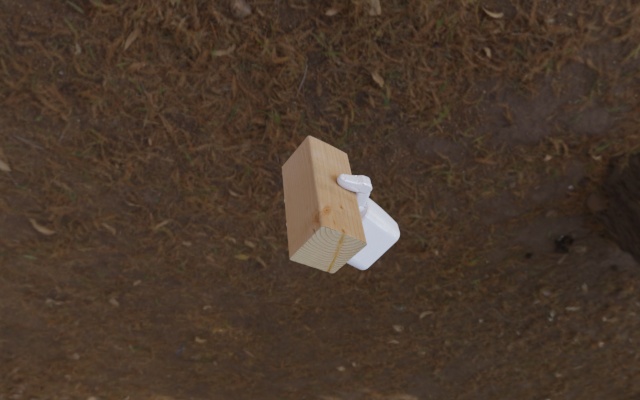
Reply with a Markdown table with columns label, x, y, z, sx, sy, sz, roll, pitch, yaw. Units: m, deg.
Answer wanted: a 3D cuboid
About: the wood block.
| label | x | y | z | sx | sy | sz | roll | pitch | yaw |
| --- | --- | --- | --- | --- | --- | --- | --- | --- | --- |
| wood block | 0.001 | 0.003 | 0.794 | 0.090 | 0.206 | 0.091 | 23 | -51 | -30 |
